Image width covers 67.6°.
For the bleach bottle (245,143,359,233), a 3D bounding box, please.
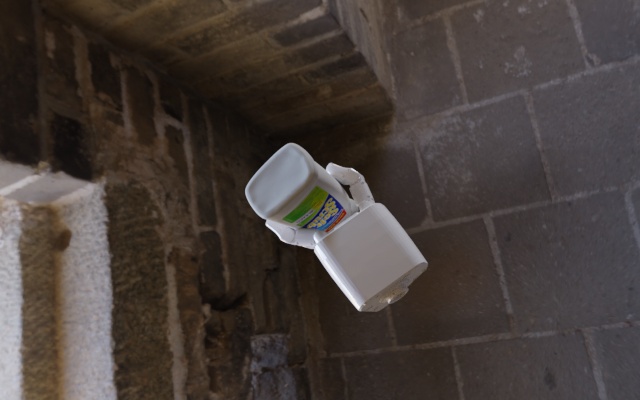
[{"bbox_3d":[0.000,0.002,0.698,0.102,0.068,0.251,-43,-27,12],"label":"bleach bottle"}]
